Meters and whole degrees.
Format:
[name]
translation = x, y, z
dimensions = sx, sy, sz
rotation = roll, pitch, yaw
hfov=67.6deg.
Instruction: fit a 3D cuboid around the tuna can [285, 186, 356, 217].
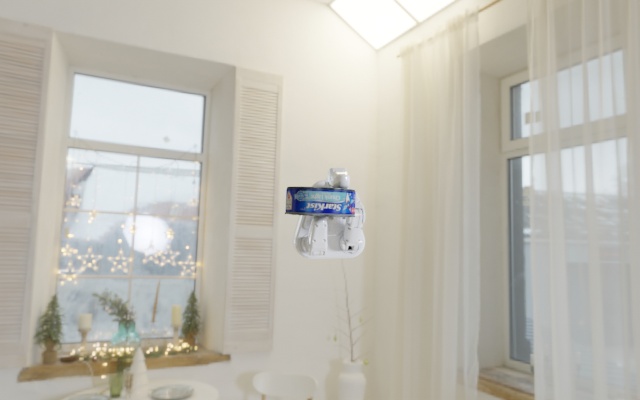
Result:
[tuna can]
translation = 0.000, 0.001, 0.579
dimensions = 0.086, 0.034, 0.086
rotation = 3, -1, 0
